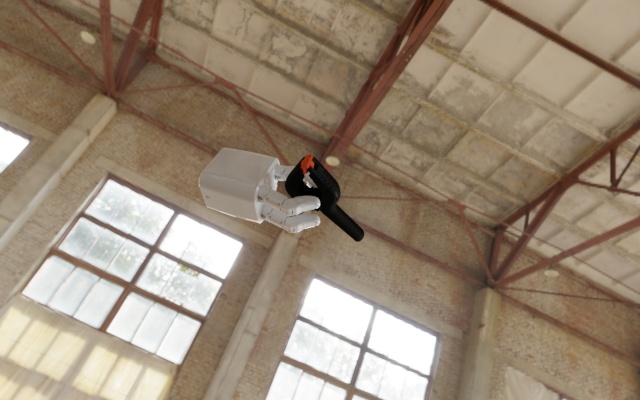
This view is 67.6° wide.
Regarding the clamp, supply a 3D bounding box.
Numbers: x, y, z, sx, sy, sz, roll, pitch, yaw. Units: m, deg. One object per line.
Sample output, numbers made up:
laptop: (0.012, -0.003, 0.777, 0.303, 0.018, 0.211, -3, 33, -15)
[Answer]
clamp: (0.000, 0.002, 0.818, 0.164, 0.036, 0.210, 13, -34, 9)
